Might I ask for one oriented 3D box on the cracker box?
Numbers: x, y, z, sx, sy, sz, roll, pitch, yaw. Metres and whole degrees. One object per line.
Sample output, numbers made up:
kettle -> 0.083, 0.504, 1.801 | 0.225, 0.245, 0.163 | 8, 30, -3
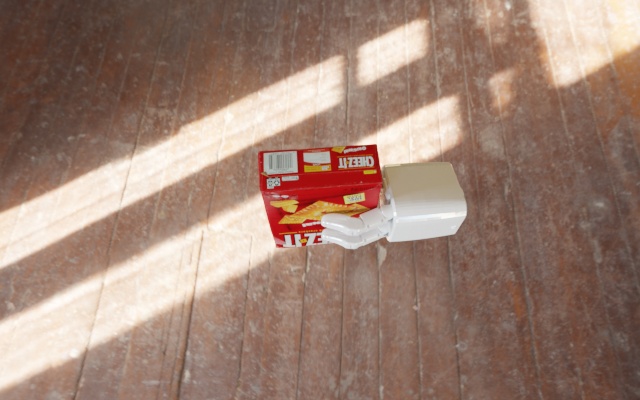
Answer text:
cracker box -> 0.000, 0.002, 0.723 | 0.164, 0.072, 0.214 | -4, -26, -1
